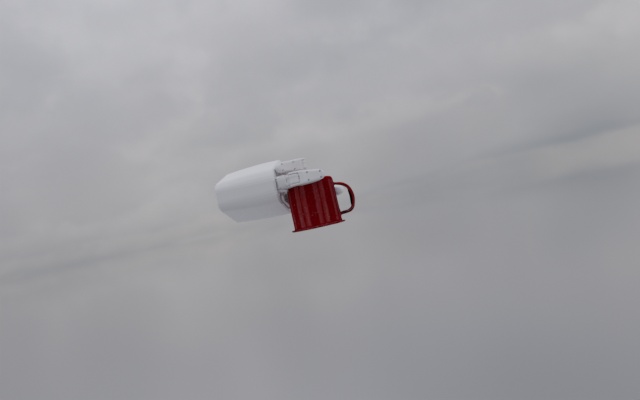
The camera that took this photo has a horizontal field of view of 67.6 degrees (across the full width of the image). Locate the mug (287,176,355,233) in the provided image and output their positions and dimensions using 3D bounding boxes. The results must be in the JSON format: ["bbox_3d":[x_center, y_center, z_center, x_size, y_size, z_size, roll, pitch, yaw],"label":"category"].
[{"bbox_3d":[0.001,0.002,0.811,0.117,0.081,0.093,-13,-1,6],"label":"mug"}]
